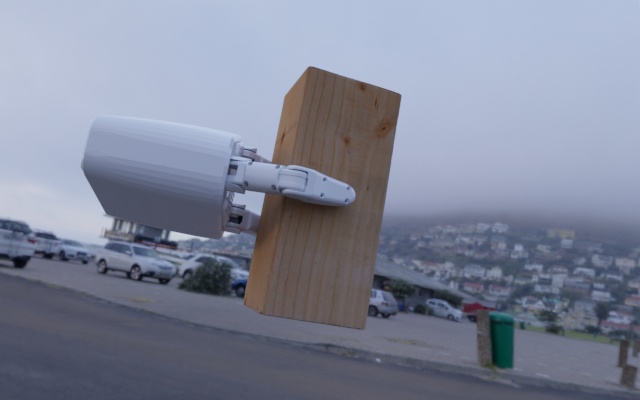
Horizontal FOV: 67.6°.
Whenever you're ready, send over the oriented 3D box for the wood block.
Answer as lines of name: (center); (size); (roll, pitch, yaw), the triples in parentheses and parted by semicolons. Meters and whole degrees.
wood block: (0.000, 0.001, 0.432); (0.090, 0.206, 0.091); (13, -10, -17)
